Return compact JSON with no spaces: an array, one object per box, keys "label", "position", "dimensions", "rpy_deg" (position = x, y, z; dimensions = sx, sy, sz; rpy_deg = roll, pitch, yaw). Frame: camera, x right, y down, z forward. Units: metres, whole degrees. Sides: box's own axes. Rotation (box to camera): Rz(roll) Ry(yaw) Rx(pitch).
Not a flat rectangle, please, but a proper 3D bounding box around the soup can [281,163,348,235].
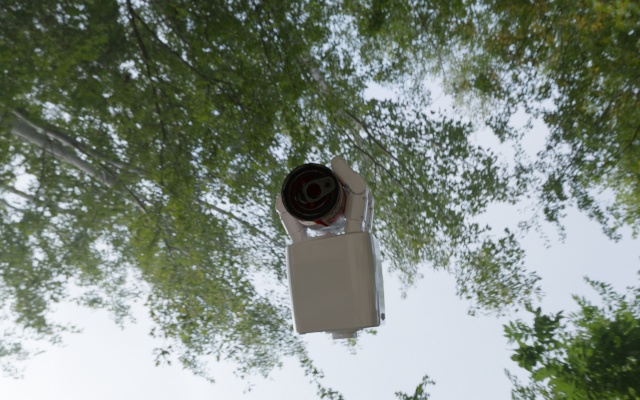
[{"label":"soup can","position":[0.000,0.001,0.578],"dimensions":[0.068,0.068,0.102],"rpy_deg":[0,-13,14]}]
